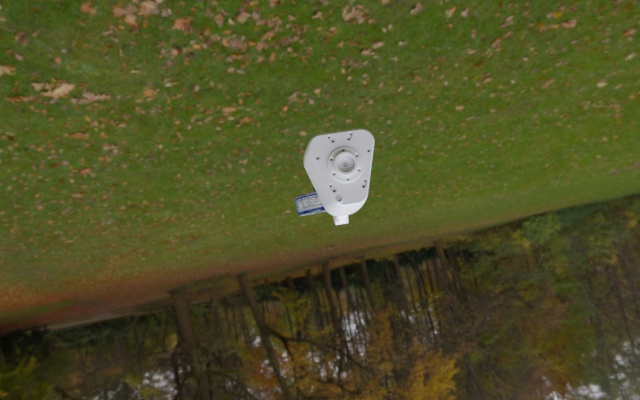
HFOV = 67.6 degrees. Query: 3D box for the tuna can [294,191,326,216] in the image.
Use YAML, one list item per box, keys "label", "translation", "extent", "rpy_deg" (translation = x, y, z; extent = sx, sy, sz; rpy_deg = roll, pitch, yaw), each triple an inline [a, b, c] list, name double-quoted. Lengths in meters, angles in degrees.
- label: "tuna can"
  translation: [0.000, 0.003, 0.824]
  extent: [0.086, 0.034, 0.086]
  rpy_deg: [-12, -3, -1]
